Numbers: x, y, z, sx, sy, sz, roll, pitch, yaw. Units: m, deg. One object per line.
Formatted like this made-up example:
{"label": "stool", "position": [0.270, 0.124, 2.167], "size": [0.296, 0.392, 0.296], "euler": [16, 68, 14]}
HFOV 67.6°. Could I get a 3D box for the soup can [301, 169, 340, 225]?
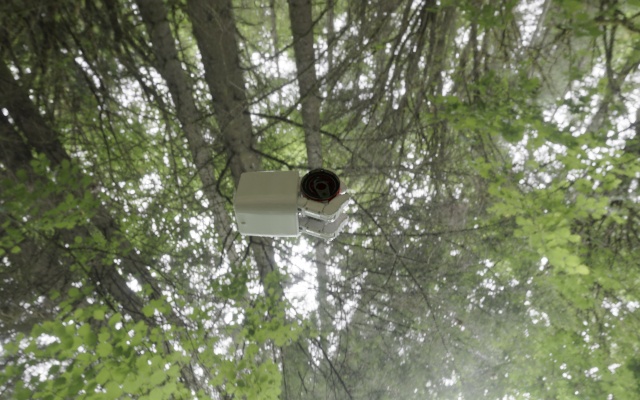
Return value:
{"label": "soup can", "position": [0.001, 0.003, 0.852], "size": [0.068, 0.068, 0.102], "euler": [0, -39, 0]}
